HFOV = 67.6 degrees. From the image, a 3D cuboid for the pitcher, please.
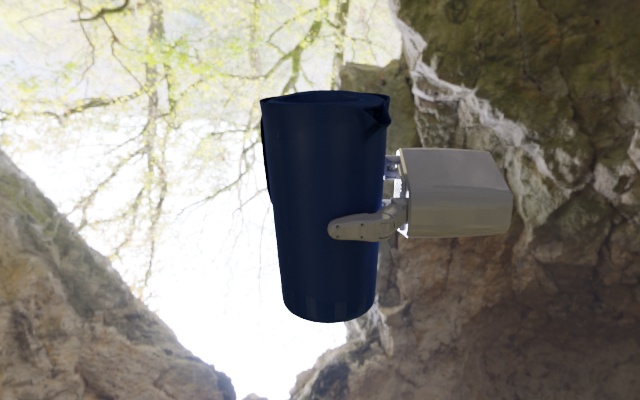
[{"bbox_3d":[0.000,0.002,0.528,0.145,0.243,0.149,0,17,2],"label":"pitcher"}]
